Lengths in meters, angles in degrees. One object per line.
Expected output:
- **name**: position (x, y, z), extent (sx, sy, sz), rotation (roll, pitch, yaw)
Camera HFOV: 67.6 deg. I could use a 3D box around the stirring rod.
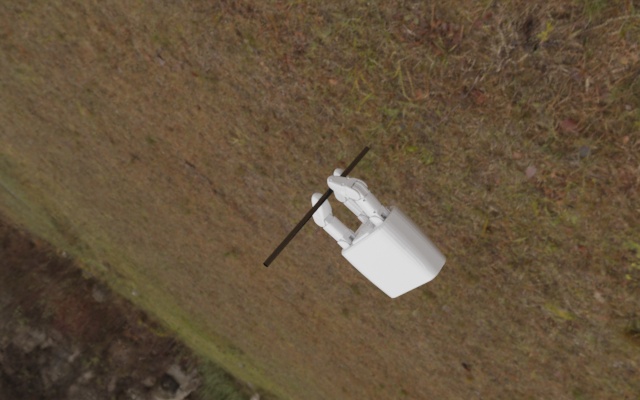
- **stirring rod**: position (0.000, 0.002, 0.666), extent (0.011, 0.011, 0.239), rotation (0, 42, 53)
